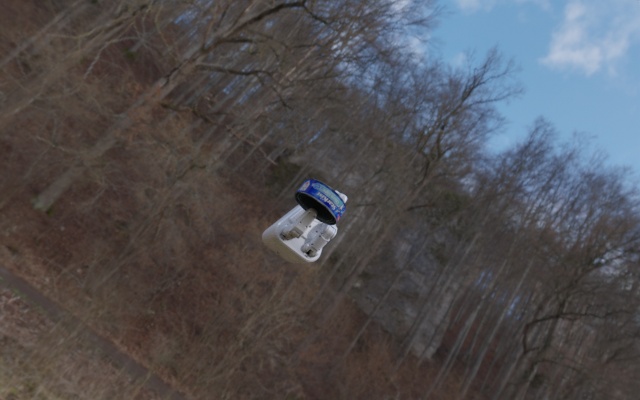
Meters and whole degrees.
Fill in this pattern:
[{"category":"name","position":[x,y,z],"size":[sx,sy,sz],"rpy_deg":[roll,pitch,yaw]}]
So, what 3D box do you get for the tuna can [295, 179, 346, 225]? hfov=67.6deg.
[{"category":"tuna can","position":[0.000,0.002,0.807],"size":[0.086,0.033,0.086],"rpy_deg":[32,-20,13]}]
